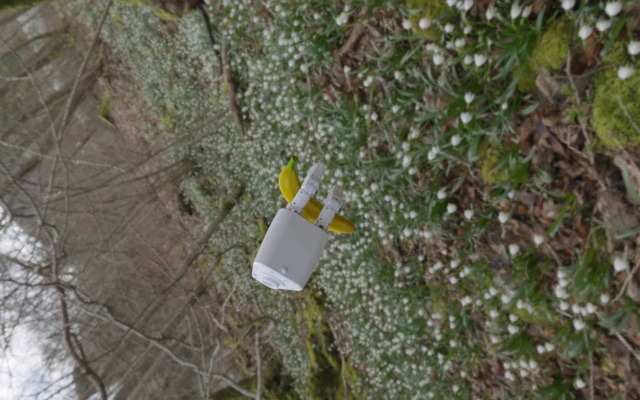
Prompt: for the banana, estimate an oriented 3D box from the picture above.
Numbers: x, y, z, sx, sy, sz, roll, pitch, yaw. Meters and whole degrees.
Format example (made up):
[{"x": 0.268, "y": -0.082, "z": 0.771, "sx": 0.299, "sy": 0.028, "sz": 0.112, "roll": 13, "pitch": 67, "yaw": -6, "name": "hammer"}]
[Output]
[{"x": -0.016, "y": 0.004, "z": 0.865, "sx": 0.069, "sy": 0.037, "sz": 0.198, "roll": -15, "pitch": -49, "yaw": 37, "name": "banana"}]
